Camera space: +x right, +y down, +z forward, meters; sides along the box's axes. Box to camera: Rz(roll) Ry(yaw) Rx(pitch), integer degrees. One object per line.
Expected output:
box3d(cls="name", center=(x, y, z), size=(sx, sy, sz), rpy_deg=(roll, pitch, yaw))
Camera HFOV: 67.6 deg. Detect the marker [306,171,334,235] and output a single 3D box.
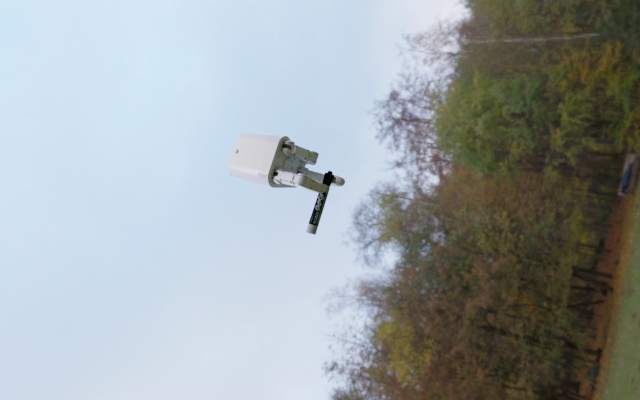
box3d(cls="marker", center=(0.000, 0.003, 0.875), size=(0.020, 0.121, 0.020), rpy_deg=(17, -8, 3))
